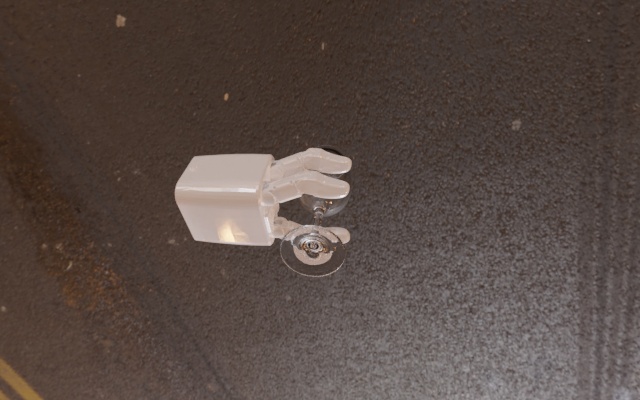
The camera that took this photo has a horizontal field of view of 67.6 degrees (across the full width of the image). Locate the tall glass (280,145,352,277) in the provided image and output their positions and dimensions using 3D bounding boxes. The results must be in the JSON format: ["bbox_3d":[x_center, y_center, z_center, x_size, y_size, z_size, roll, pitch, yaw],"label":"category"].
[{"bbox_3d":[0.000,0.002,0.614,0.079,0.079,0.201,0,34,7],"label":"tall glass"}]
